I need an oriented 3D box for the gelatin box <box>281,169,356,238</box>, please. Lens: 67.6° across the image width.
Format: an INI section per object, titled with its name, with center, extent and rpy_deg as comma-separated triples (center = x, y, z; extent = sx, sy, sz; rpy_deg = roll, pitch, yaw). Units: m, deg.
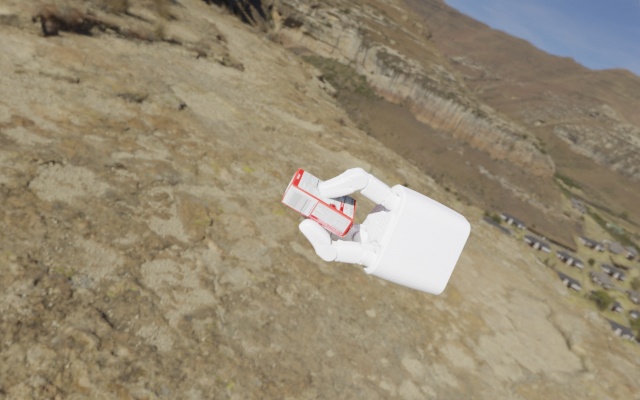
[gelatin box]
center = 0.000, 0.001, 0.595
extent = 0.089, 0.030, 0.073
rpy_deg = 31, 20, -6
